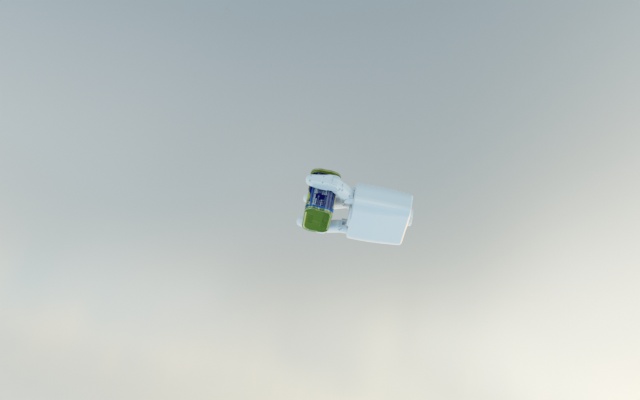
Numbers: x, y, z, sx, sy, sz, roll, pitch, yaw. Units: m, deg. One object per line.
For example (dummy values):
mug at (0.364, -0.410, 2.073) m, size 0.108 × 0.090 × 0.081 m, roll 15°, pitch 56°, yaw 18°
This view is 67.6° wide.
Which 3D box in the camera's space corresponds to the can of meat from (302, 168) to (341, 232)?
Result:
can of meat at (0.000, 0.003, 0.890) m, size 0.057 × 0.084 × 0.102 m, roll 11°, pitch -28°, yaw 0°
